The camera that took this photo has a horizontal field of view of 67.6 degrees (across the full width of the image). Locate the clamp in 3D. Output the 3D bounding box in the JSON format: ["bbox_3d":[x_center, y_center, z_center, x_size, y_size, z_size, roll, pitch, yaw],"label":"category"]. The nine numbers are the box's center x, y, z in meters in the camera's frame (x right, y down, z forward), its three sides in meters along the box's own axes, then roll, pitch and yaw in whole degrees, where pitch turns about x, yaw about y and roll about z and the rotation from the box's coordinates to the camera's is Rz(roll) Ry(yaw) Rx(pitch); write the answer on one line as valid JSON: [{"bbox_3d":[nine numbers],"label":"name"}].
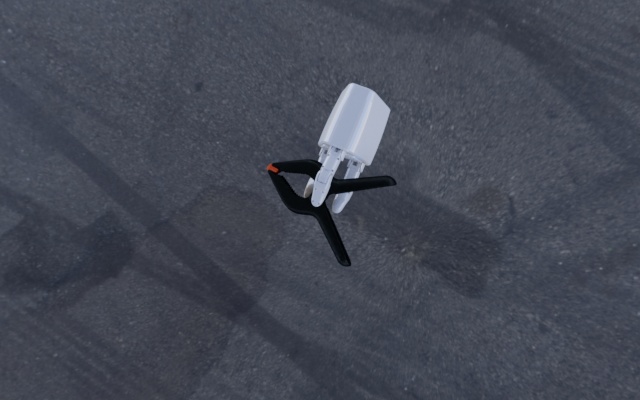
[{"bbox_3d":[0.000,0.002,0.794,0.210,0.164,0.036,23,2,11],"label":"clamp"}]
